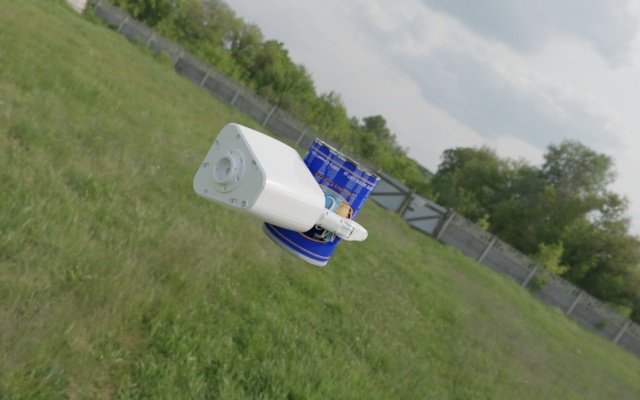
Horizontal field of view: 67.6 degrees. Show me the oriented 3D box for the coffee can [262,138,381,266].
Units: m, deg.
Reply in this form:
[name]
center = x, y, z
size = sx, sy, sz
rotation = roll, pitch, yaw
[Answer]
[coffee can]
center = 0.000, 0.002, 0.644
size = 0.103, 0.140, 0.103
rotation = 31, 8, -5
